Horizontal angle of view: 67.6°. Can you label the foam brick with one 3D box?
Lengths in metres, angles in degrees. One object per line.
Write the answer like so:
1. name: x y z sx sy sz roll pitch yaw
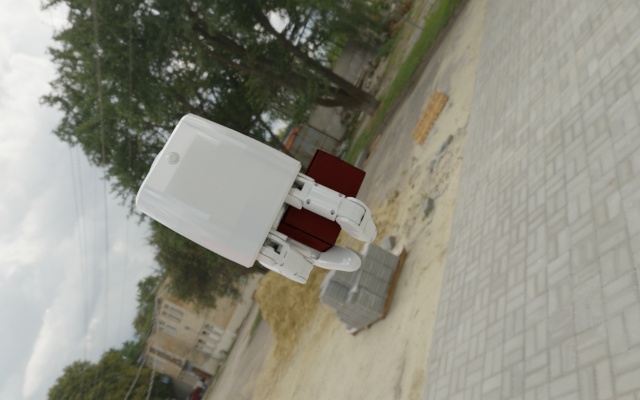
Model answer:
1. foam brick: 0.000 0.001 0.443 0.051 0.078 0.053 26 -16 -3
